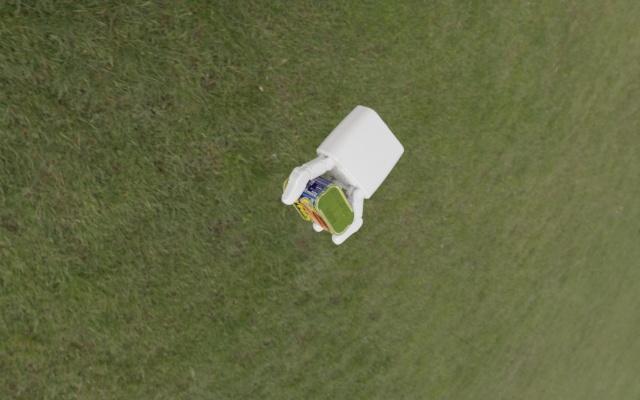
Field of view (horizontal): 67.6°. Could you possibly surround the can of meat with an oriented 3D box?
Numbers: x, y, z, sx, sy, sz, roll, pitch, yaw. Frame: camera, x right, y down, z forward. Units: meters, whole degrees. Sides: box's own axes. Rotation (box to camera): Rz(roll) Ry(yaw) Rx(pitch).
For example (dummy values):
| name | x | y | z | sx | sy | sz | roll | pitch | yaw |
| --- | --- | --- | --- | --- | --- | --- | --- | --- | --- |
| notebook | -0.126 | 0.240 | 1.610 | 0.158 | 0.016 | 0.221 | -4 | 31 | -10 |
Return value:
| name | x | y | z | sx | sy | sz | roll | pitch | yaw |
| --- | --- | --- | --- | --- | --- | --- | --- | --- | --- |
| can of meat | 0.000 | 0.003 | 0.771 | 0.084 | 0.057 | 0.102 | 28 | -21 | 44 |
